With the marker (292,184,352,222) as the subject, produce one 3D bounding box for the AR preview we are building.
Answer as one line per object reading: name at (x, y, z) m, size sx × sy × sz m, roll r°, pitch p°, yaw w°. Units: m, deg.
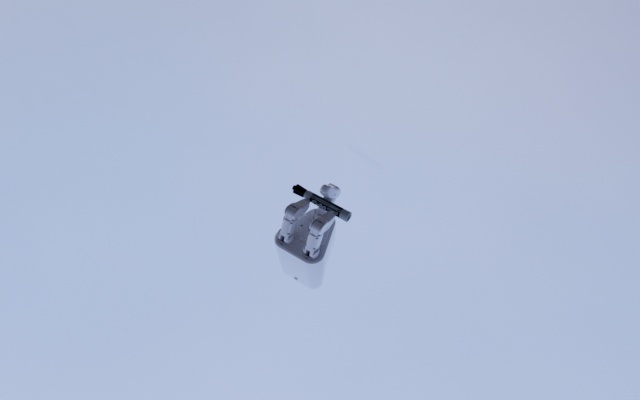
marker at (0.000, 0.003, 0.846) m, size 0.121 × 0.020 × 0.020 m, roll 28°, pitch 11°, yaw 21°
